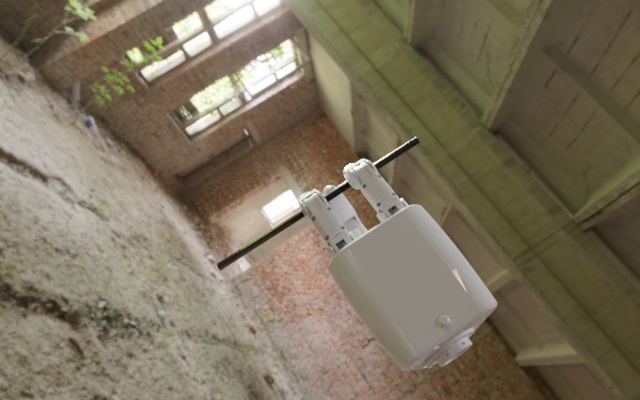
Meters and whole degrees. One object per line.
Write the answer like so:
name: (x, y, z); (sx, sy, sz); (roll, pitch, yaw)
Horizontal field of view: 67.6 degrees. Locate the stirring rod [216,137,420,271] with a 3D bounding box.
stirring rod: (0.000, 0.002, 0.484); (0.239, 0.011, 0.011); (-33, 4, -6)
